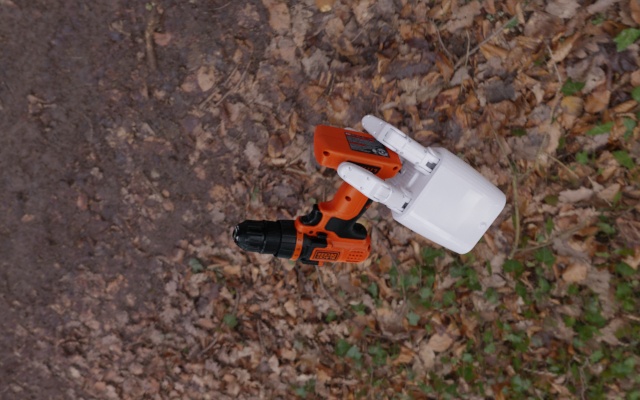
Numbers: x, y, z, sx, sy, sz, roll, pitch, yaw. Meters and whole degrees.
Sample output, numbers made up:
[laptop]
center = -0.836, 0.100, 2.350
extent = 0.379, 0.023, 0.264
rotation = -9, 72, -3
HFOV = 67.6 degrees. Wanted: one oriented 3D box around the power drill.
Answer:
[power drill]
center = 0.001, 0.002, 0.579
extent = 0.184, 0.188, 0.057
rotation = 7, 41, -22
